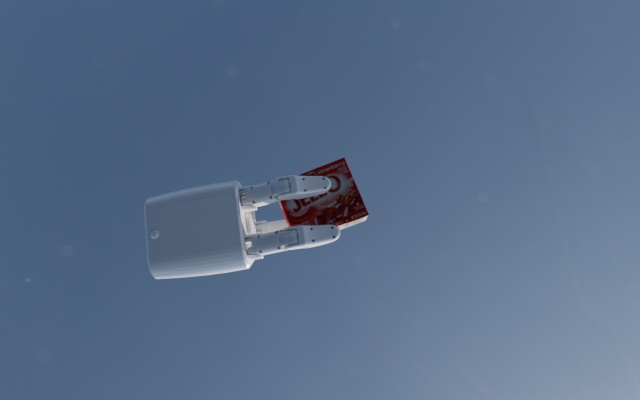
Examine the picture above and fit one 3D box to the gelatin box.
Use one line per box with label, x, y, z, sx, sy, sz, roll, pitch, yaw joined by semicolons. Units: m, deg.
gelatin box;0.000;0.002;0.542;0.089;0.073;0.030;-21;-12;-7
